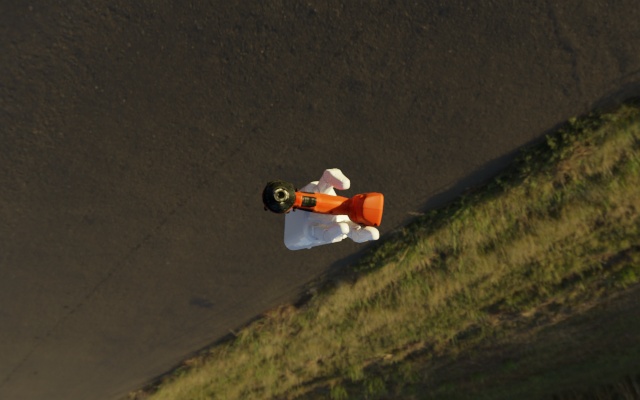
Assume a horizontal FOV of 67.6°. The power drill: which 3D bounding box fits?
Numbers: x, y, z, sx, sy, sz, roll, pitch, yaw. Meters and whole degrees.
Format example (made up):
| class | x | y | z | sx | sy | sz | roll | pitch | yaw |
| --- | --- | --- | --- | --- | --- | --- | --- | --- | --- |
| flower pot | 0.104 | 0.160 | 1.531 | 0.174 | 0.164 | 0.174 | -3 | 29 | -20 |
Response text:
| class | x | y | z | sx | sy | sz | roll | pitch | yaw |
| --- | --- | --- | --- | --- | --- | --- | --- | --- | --- |
| power drill | 0.001 | 0.003 | 0.762 | 0.187 | 0.057 | 0.184 | 9 | 0 | -7 |
